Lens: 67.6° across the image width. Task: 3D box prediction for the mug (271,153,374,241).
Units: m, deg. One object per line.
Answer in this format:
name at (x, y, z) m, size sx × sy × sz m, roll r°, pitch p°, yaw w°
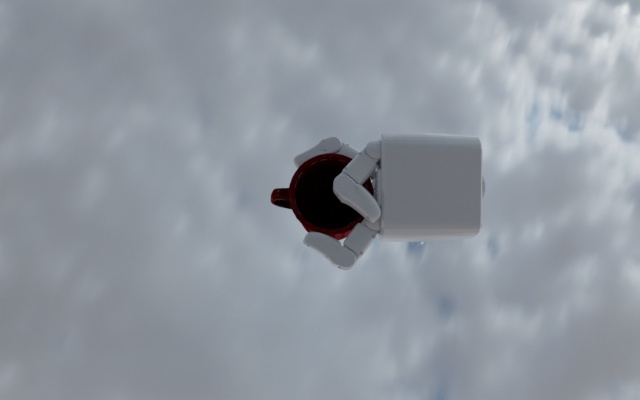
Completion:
mug at (-0.001, 0.002, 0.560) m, size 0.117 × 0.093 × 0.081 m, roll 1°, pitch -15°, yaw 1°
